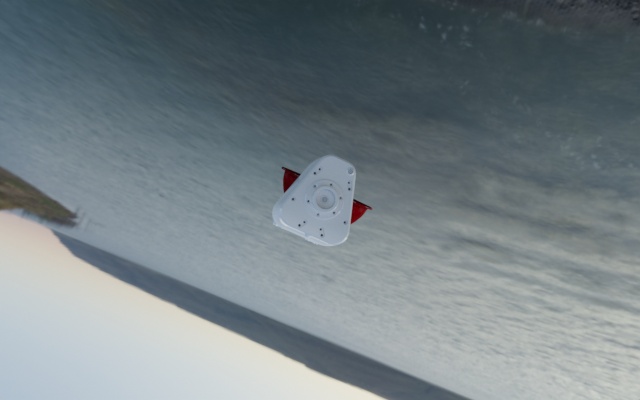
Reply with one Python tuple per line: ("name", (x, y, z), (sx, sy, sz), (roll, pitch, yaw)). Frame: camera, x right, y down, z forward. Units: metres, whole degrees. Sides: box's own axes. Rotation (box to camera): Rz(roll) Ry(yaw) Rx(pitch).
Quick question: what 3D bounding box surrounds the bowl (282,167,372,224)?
("bowl", (0.000, 0.003, 0.776), (0.162, 0.055, 0.162), (25, 3, -2))
